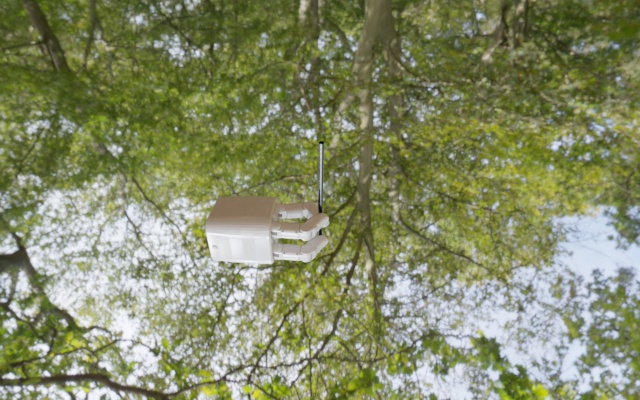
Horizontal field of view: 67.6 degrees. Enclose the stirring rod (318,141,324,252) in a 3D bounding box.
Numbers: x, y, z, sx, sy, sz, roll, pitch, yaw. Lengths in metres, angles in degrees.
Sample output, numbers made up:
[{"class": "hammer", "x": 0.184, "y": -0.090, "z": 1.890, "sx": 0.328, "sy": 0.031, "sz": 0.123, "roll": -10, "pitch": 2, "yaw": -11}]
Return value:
[{"class": "stirring rod", "x": 0.000, "y": 0.002, "z": 0.782, "sx": 0.011, "sy": 0.240, "sz": 0.011, "roll": 0, "pitch": 43, "yaw": 0}]
